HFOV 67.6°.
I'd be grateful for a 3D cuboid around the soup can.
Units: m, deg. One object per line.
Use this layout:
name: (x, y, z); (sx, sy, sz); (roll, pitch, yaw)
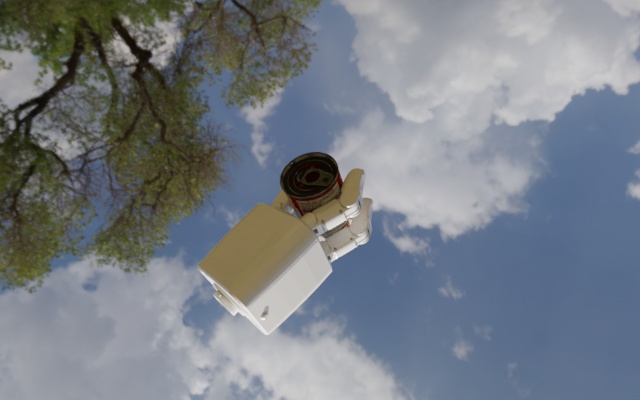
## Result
soup can: (0.000, 0.002, 0.568); (0.068, 0.068, 0.102); (0, -38, 19)
